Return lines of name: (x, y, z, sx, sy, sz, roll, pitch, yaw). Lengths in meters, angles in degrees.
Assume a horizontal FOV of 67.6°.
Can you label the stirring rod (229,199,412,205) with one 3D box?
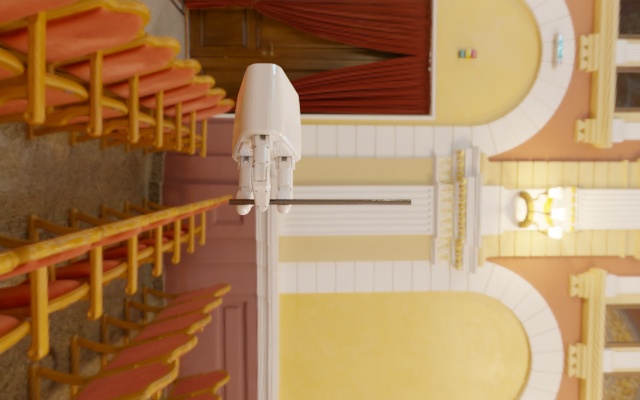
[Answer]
stirring rod: (0.000, 0.002, 0.632, 0.239, 0.011, 0.011, 0, 0, -2)
